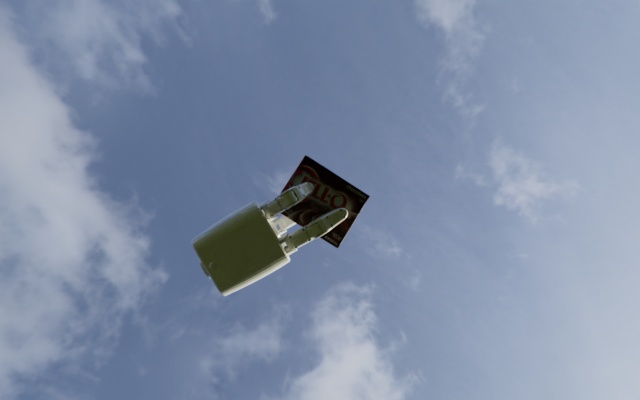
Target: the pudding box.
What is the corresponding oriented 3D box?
[{"bbox_3d":[0.000,0.002,0.692,0.113,0.090,0.039,32,-5,-4],"label":"pudding box"}]
